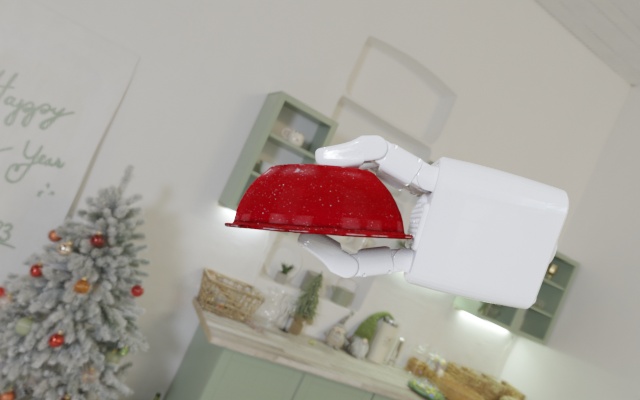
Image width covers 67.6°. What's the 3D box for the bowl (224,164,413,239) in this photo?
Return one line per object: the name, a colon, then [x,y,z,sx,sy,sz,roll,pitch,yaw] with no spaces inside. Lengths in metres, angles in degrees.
bowl: [-0.001,0.001,0.415,0.162,0.055,0.162,3,-3,0]
